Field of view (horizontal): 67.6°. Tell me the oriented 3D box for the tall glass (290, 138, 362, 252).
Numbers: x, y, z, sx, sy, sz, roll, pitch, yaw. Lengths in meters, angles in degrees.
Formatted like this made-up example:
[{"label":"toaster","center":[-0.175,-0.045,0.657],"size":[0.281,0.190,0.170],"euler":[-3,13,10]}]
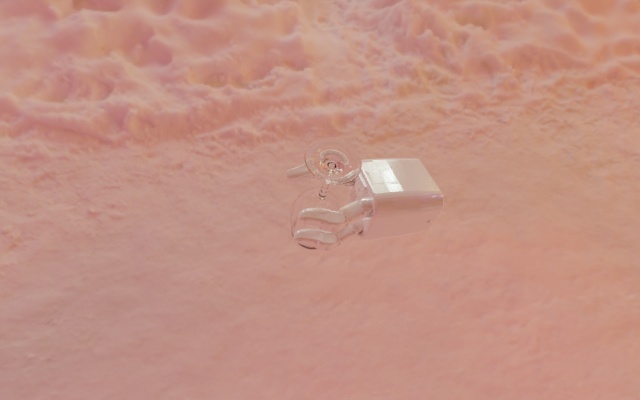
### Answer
[{"label":"tall glass","center":[0.000,0.002,0.686],"size":[0.079,0.079,0.201],"euler":[0,-32,-12]}]
